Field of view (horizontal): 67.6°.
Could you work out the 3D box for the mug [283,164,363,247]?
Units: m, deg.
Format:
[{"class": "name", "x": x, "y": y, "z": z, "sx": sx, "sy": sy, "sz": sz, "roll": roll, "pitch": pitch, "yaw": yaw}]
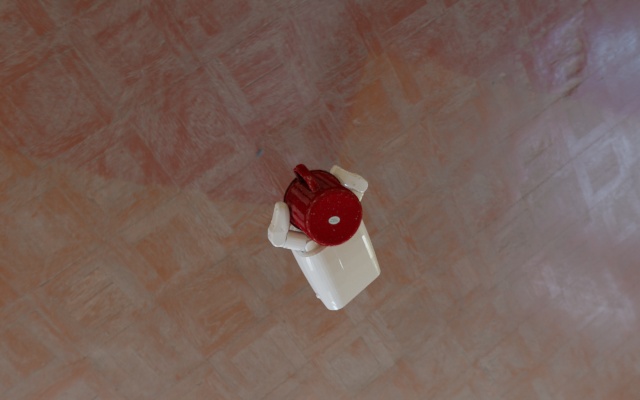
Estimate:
[{"class": "mug", "x": 0.000, "y": 0.001, "z": 0.639, "sx": 0.093, "sy": 0.117, "sz": 0.081, "roll": -31, "pitch": 24, "yaw": -10}]
